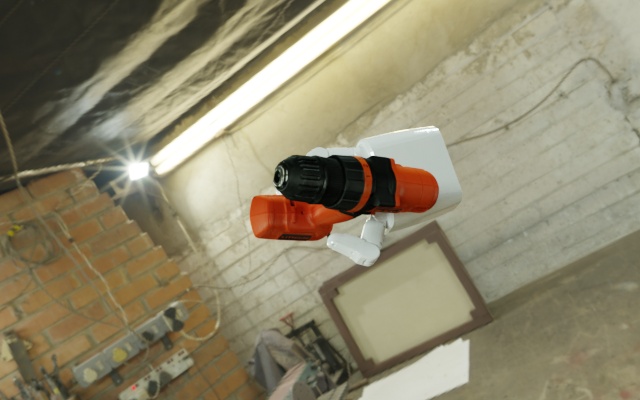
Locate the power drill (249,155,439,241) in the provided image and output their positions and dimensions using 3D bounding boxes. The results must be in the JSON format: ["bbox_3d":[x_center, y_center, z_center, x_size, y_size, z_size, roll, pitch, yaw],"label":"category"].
[{"bbox_3d":[0.000,0.002,0.501,0.184,0.057,0.188,6,-15,-35],"label":"power drill"}]
